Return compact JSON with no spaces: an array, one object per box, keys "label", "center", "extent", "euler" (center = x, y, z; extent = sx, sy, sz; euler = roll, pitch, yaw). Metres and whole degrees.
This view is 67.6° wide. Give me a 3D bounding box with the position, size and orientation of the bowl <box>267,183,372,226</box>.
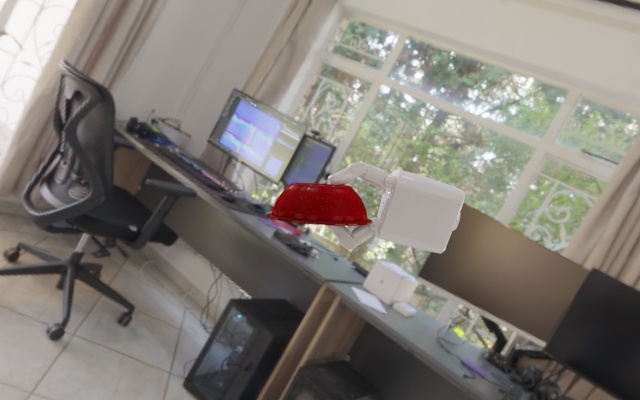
[{"label":"bowl","center":[-0.001,0.002,0.730],"extent":[0.162,0.055,0.162],"euler":[3,4,0]}]
